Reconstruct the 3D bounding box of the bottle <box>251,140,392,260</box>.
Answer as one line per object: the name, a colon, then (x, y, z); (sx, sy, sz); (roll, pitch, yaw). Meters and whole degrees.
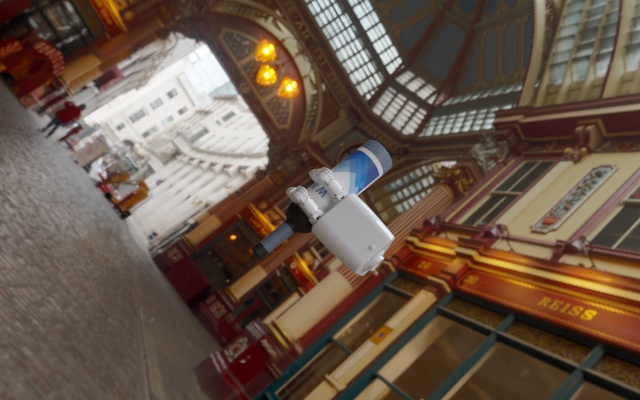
bottle: (0.000, 0.003, 0.853); (0.295, 0.069, 0.069); (-39, 12, -15)
